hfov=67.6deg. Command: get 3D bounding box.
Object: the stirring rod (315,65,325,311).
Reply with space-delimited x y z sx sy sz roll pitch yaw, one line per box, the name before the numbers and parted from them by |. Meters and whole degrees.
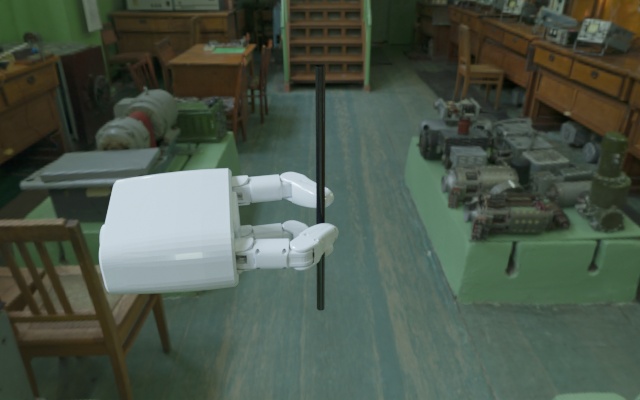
stirring rod | 0.000 0.002 0.430 0.011 0.240 0.011 0 27 0
